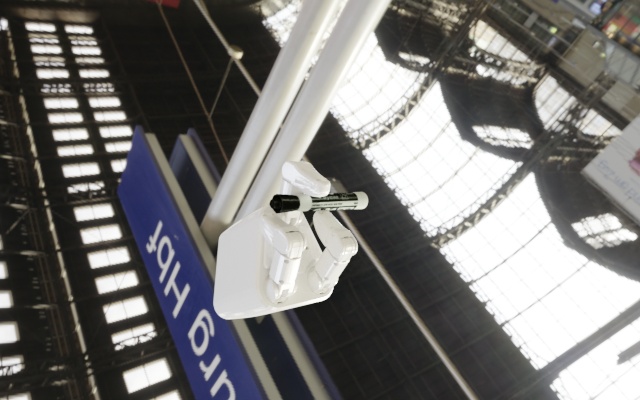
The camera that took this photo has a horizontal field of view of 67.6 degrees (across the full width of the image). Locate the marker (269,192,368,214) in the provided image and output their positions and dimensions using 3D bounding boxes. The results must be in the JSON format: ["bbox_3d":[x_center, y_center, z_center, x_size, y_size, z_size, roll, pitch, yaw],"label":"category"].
[{"bbox_3d":[0.000,0.002,0.489,0.121,0.020,0.020,-2,1,-40],"label":"marker"}]
